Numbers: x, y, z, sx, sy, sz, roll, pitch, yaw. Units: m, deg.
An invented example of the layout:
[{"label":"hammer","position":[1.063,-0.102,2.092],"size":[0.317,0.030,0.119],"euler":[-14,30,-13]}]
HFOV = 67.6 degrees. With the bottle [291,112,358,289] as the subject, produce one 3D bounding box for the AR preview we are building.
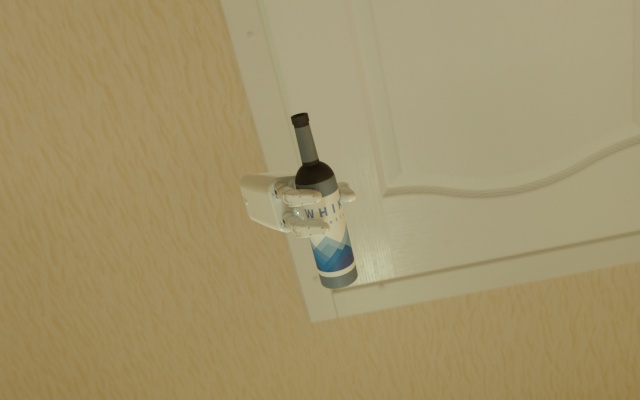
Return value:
[{"label":"bottle","position":[0.000,0.003,0.783],"size":[0.069,0.296,0.069],"euler":[-12,21,5]}]
